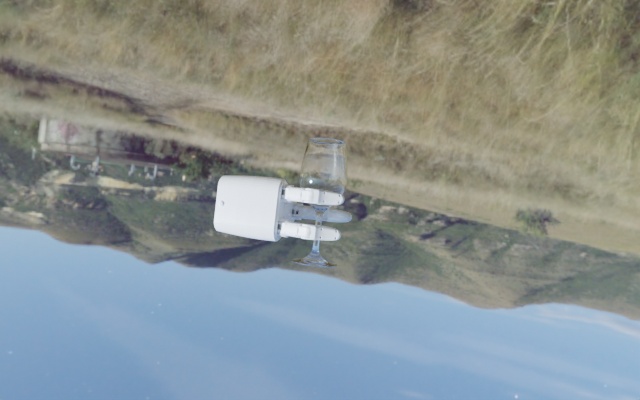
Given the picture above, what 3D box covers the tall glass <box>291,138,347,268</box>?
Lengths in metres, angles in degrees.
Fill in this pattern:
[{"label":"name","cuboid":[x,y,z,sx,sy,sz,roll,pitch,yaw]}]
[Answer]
[{"label":"tall glass","cuboid":[0.000,0.003,0.771,0.079,0.201,0.079,7,0,0]}]
